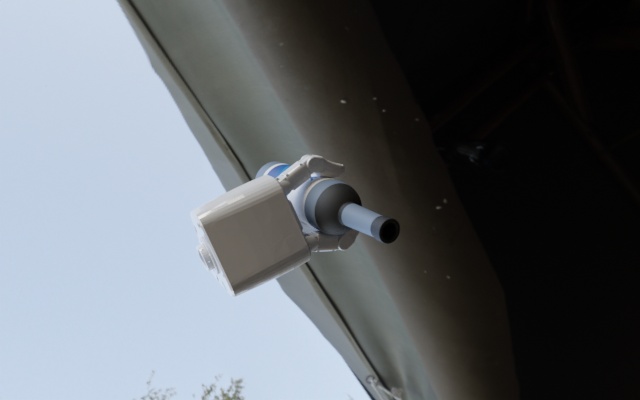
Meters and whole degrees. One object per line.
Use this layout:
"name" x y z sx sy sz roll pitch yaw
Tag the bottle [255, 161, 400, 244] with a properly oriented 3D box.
"bottle" 0.000 0.002 0.617 0.069 0.069 0.295 0 12 -30
